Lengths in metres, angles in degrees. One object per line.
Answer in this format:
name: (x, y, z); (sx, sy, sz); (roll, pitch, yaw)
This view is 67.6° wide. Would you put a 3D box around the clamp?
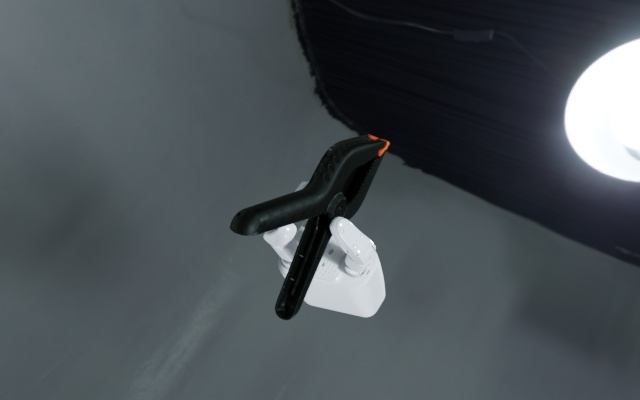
clamp: (0.001, 0.002, 0.466); (0.036, 0.210, 0.165); (25, -23, 28)
